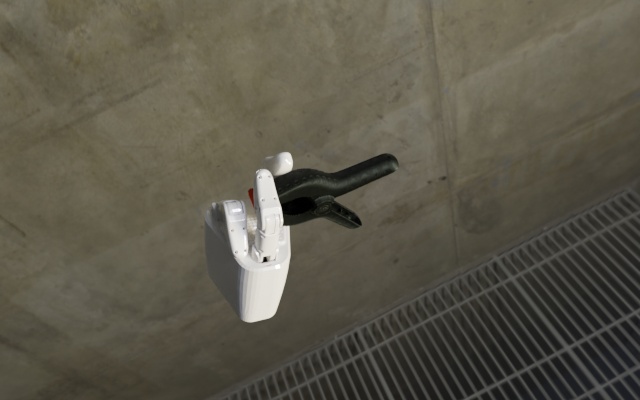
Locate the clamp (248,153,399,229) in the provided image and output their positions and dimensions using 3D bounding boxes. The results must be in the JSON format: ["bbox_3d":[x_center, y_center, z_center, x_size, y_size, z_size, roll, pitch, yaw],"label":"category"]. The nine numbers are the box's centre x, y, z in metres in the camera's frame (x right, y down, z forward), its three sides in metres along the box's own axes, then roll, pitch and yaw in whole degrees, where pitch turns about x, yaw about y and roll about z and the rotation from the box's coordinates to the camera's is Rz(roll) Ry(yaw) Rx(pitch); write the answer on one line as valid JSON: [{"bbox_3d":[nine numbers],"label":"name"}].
[{"bbox_3d":[0.000,0.002,0.548,0.171,0.120,0.039,-8,46,-22],"label":"clamp"}]
